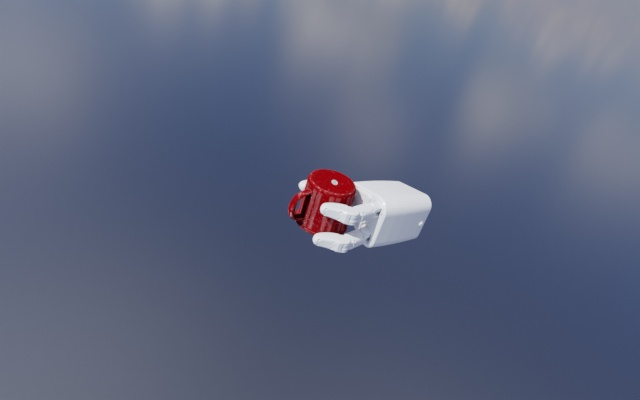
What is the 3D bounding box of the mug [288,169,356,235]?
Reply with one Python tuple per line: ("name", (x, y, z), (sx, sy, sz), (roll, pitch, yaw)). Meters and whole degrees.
("mug", (-0.001, 0.002, 0.780), (0.117, 0.081, 0.093), (-6, 38, -32))
